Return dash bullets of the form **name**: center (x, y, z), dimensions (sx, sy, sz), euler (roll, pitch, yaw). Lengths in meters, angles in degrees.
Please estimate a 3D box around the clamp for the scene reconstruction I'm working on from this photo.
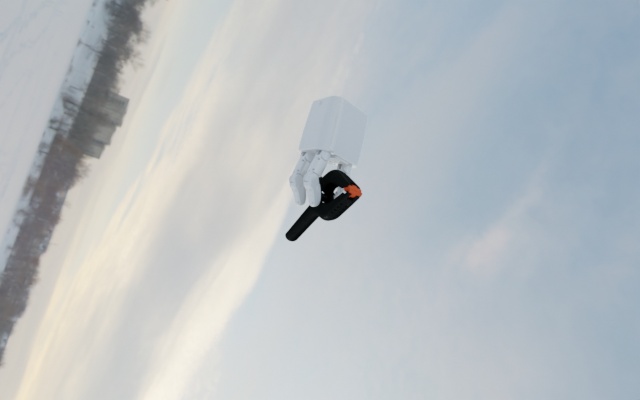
- **clamp**: center (0.001, 0.003, 0.889), dimensions (0.036, 0.164, 0.210), euler (17, -8, -31)
